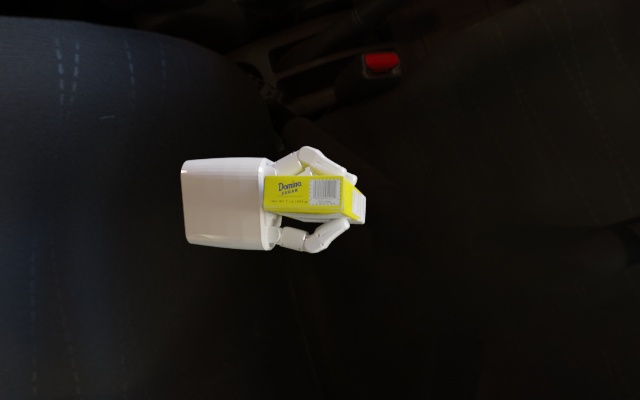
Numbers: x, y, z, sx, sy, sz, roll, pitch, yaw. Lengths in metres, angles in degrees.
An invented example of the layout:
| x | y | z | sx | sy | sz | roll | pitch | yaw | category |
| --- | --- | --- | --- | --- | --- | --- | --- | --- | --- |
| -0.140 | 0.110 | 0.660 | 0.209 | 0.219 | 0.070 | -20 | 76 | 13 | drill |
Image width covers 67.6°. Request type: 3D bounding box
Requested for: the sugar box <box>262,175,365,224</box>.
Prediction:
| x | y | z | sx | sy | sz | roll | pitch | yaw | category |
| --- | --- | --- | --- | --- | --- | --- | --- | --- | --- |
| 0.000 | 0.001 | 0.599 | 0.093 | 0.048 | 0.176 | 2 | -4 | 12 | sugar box |
